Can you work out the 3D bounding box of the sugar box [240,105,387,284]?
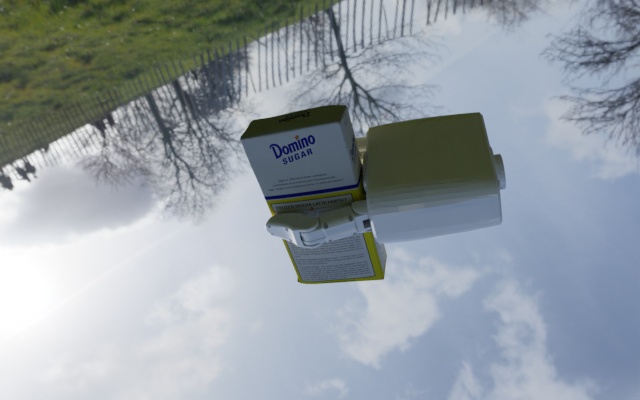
[{"bbox_3d":[0.000,0.001,0.453,0.093,0.176,0.048,-7,31,17],"label":"sugar box"}]
